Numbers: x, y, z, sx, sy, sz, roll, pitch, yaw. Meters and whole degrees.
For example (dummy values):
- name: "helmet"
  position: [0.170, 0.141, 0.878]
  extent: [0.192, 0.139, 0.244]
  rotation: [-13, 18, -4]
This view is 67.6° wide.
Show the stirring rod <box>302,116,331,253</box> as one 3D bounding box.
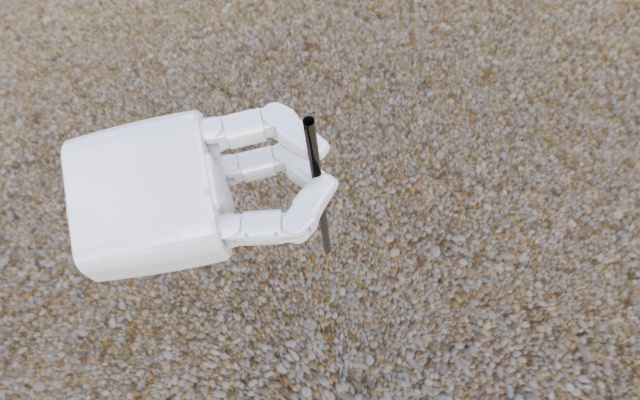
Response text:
- name: "stirring rod"
  position: [0.000, 0.001, 0.417]
  extent: [0.011, 0.011, 0.240]
  rotation: [0, -26, 4]
